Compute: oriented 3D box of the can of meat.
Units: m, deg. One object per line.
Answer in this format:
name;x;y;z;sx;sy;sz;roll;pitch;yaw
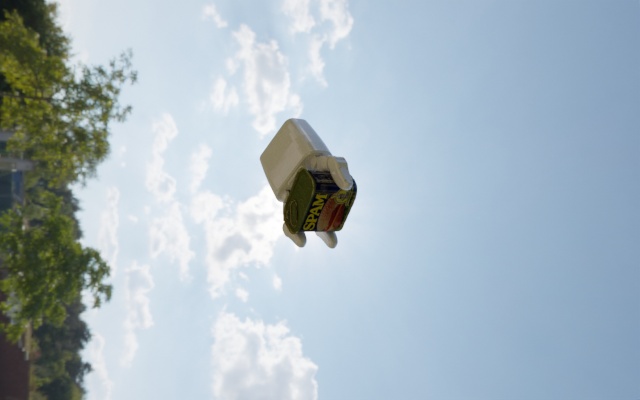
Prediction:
can of meat;0.000;0.002;0.735;0.084;0.102;0.057;2;36;-32
